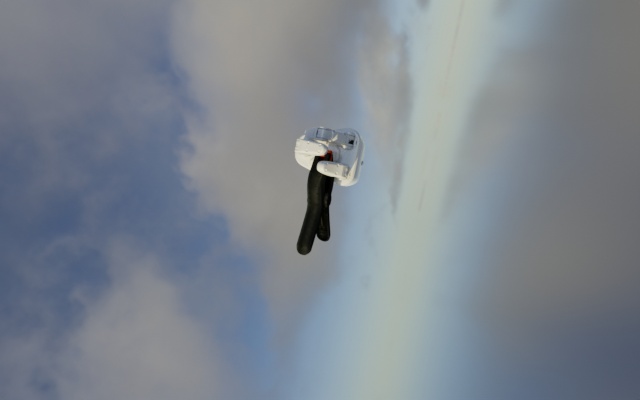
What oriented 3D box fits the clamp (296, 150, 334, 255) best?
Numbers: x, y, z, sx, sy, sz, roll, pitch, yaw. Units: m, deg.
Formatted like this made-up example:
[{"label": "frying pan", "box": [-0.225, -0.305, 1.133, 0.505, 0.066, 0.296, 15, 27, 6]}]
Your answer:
[{"label": "clamp", "box": [0.000, 0.002, 0.798, 0.039, 0.171, 0.120, 12, 2, 11]}]
